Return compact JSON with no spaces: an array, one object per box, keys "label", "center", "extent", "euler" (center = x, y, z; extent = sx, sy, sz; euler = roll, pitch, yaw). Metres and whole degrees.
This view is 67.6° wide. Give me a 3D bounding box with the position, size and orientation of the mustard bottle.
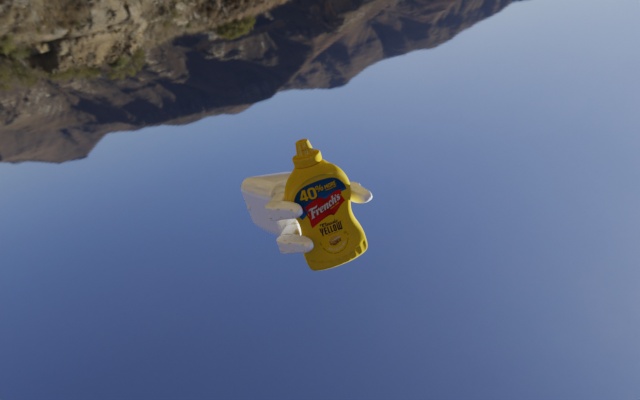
[{"label":"mustard bottle","center":[0.000,0.003,0.693],"extent":[0.096,0.192,0.058],"euler":[-20,21,-7]}]
